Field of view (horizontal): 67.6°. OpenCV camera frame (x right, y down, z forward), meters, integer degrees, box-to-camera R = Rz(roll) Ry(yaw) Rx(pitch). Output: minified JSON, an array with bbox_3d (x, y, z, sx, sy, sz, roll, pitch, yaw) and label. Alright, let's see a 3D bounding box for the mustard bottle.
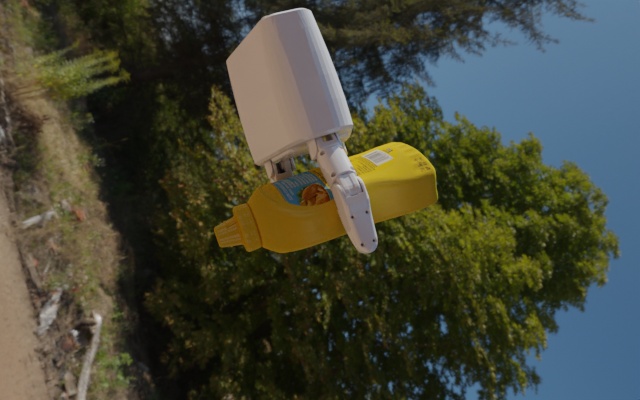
[{"bbox_3d":[0.000,0.002,0.427,0.191,0.058,0.096,-18,26,-15],"label":"mustard bottle"}]
